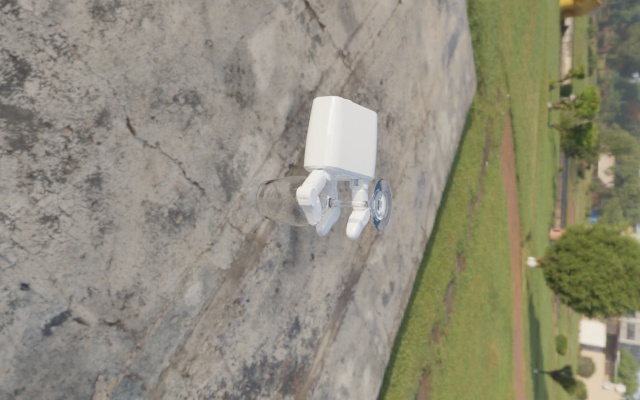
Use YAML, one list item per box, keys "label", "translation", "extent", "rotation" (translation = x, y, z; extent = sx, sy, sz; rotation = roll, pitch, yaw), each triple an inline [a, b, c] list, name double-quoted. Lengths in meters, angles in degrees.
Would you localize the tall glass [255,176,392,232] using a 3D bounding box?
- label: "tall glass"
  translation: [0.001, 0.003, 0.714]
  extent: [0.201, 0.079, 0.079]
  rotation: [2, 1, 29]
